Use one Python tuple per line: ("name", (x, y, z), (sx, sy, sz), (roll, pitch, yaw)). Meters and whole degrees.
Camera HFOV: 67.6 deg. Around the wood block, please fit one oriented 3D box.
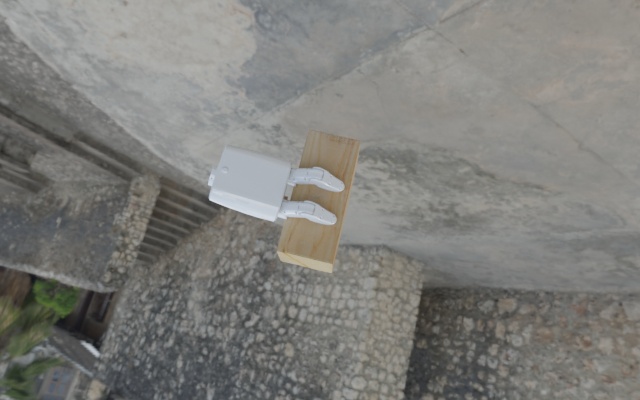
("wood block", (0.000, 0.003, 0.783), (0.090, 0.206, 0.091), (13, -17, 4))
